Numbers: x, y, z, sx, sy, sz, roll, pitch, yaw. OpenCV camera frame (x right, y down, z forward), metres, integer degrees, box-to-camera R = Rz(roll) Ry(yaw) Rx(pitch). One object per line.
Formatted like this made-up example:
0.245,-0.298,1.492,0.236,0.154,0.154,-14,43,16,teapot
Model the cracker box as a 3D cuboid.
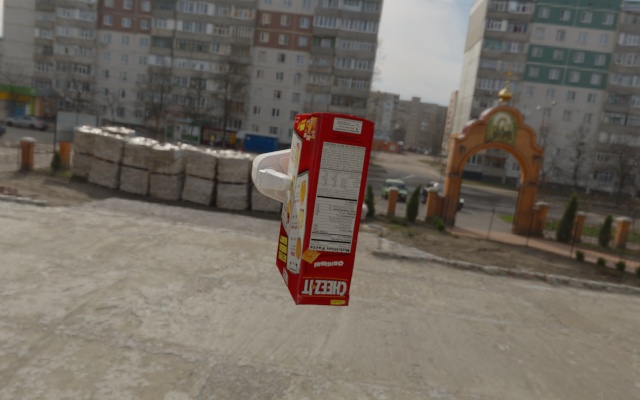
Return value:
0.000,0.002,0.593,0.072,0.214,0.164,6,8,-14,cracker box
